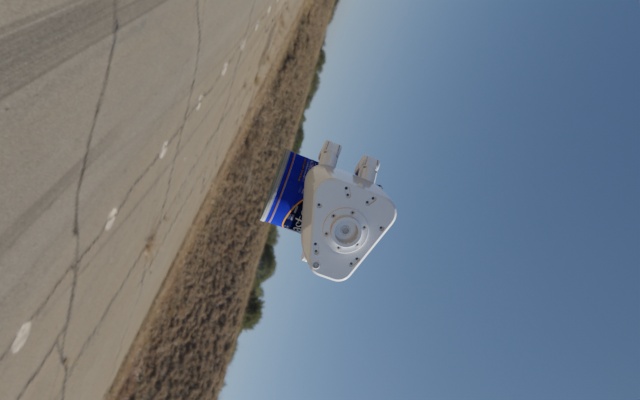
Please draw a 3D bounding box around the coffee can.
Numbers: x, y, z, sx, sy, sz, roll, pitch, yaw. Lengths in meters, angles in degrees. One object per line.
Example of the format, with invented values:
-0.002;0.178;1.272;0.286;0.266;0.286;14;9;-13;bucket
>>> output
0.000;0.002;0.652;0.140;0.103;0.103;20;-3;-8;coffee can
